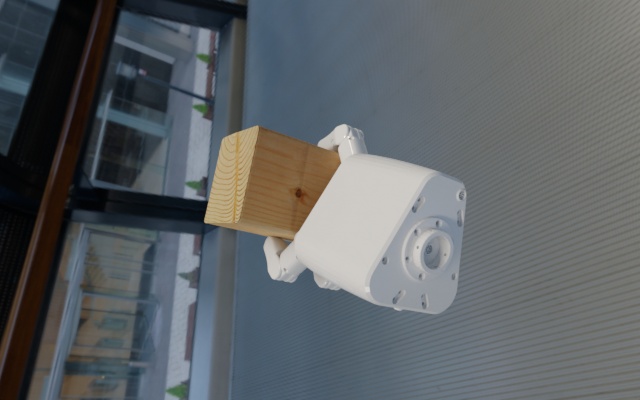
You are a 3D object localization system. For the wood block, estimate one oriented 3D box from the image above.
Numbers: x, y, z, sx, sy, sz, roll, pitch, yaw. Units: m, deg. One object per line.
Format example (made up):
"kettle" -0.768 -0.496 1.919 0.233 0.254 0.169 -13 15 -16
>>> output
"wood block" 0.000 0.001 0.497 0.206 0.091 0.090 16 -10 -31
